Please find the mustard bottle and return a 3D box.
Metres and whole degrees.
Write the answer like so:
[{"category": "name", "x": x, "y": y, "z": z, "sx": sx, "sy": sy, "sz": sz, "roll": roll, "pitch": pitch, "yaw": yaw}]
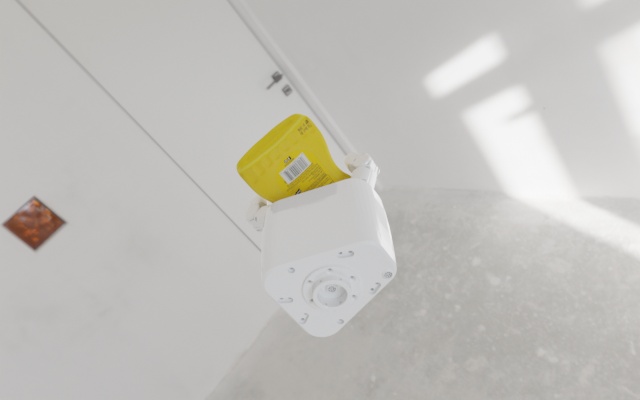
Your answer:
[{"category": "mustard bottle", "x": 0.000, "y": 0.001, "z": 0.545, "sx": 0.096, "sy": 0.192, "sz": 0.058, "roll": -43, "pitch": 26, "yaw": -6}]
